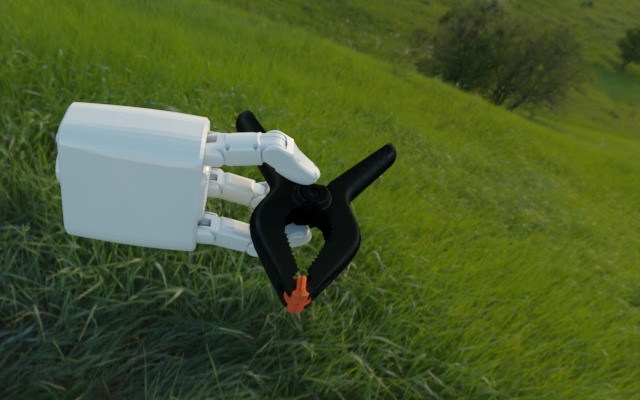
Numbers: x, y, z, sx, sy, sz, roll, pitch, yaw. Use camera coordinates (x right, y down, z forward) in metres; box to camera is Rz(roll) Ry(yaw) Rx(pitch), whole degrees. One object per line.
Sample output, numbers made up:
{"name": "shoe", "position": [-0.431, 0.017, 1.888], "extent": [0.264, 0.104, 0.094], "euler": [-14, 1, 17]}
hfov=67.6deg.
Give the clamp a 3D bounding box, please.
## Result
{"name": "clamp", "position": [0.000, 0.001, 0.427], "extent": [0.164, 0.209, 0.036], "euler": [6, -42, -10]}
